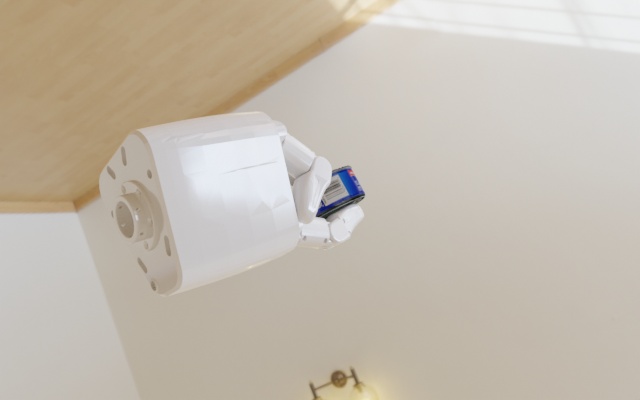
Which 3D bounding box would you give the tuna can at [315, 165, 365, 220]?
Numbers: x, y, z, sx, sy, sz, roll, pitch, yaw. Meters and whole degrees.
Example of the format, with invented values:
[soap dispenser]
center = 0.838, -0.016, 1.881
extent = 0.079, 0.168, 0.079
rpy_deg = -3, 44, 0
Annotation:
[tuna can]
center = 0.000, 0.002, 0.465
extent = 0.086, 0.033, 0.086
rpy_deg = -28, -7, -4
